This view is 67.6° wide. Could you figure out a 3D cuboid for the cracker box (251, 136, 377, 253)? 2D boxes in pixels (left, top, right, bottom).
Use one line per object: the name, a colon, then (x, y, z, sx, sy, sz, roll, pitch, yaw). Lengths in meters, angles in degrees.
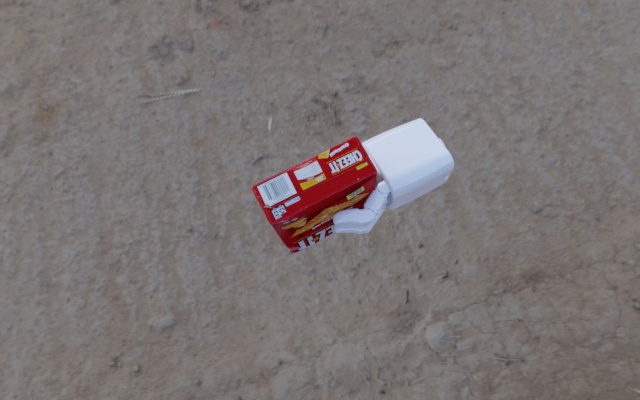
cracker box: (0.000, 0.002, 0.741, 0.164, 0.072, 0.214, -27, -17, -4)
